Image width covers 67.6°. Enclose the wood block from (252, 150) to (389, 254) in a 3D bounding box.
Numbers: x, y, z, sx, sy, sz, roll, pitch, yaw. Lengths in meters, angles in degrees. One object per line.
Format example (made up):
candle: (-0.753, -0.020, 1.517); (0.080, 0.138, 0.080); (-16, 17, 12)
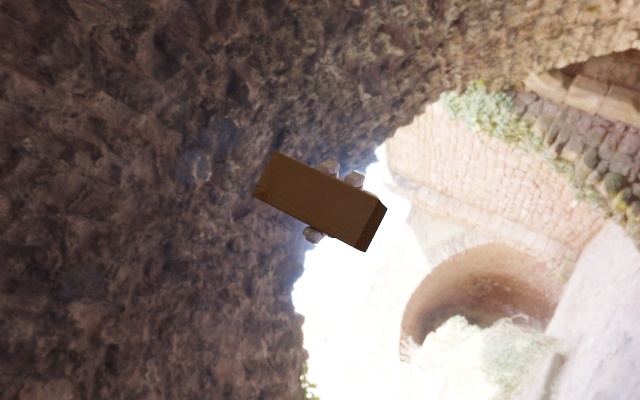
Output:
wood block: (0.000, 0.003, 0.825); (0.206, 0.091, 0.090); (26, -3, 21)
